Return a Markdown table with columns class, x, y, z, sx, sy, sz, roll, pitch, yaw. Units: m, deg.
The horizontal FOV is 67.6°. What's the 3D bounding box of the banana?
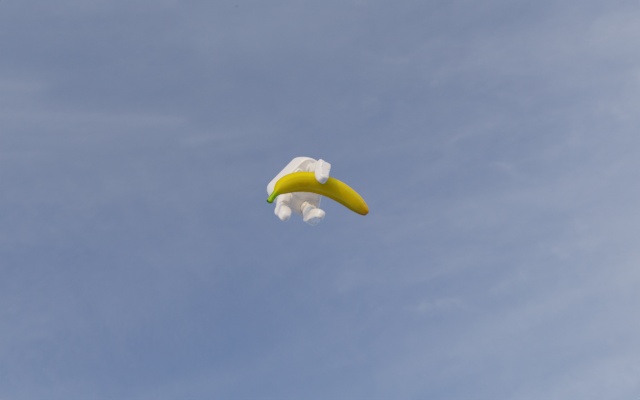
| class | x | y | z | sx | sy | sz | roll | pitch | yaw |
| --- | --- | --- | --- | --- | --- | --- | --- | --- | --- |
| banana | -0.002 | -0.016 | 0.876 | 0.198 | 0.069 | 0.037 | 7 | -9 | -18 |
